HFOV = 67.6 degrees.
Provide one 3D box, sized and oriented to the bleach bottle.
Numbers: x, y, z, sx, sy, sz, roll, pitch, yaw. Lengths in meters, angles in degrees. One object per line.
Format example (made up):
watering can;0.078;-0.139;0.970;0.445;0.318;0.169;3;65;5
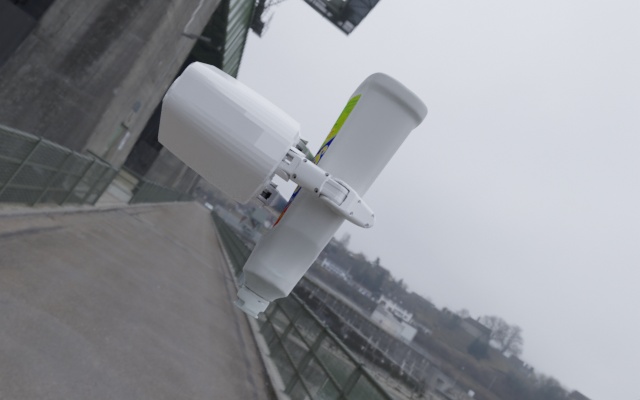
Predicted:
bleach bottle;0.000;0.002;0.462;0.068;0.251;0.102;35;-8;-8
